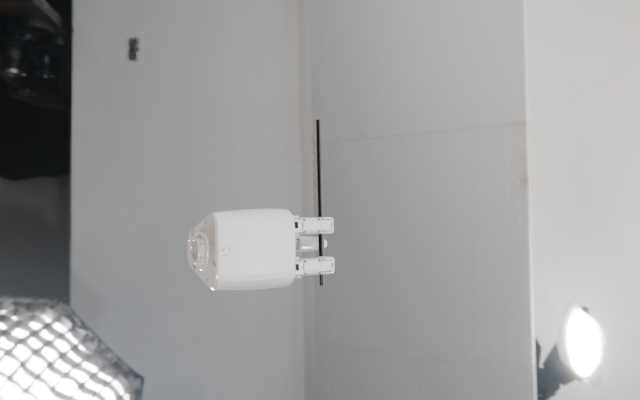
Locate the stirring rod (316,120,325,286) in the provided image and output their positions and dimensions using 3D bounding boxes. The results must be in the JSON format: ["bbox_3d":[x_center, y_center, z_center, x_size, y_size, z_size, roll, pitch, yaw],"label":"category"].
[{"bbox_3d":[0.000,0.002,0.694,0.011,0.239,0.011,-1,-3,0],"label":"stirring rod"}]
